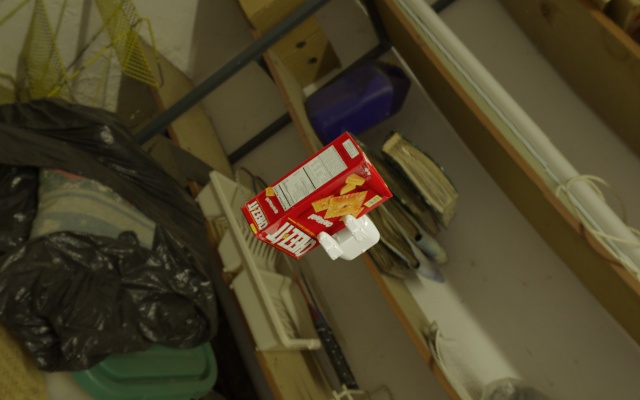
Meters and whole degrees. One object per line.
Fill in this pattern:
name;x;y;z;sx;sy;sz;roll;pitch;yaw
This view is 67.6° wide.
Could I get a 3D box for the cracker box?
cracker box;0.000;0.002;0.808;0.214;0.072;0.164;-35;-29;8
